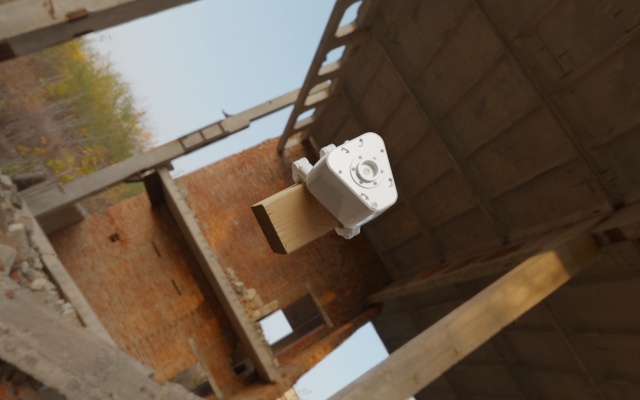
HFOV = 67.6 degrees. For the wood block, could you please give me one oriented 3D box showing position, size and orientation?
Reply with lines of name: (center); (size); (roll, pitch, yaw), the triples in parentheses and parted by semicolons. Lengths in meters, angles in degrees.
wood block: (0.001, 0.003, 0.806); (0.206, 0.091, 0.090); (-27, 6, -20)
